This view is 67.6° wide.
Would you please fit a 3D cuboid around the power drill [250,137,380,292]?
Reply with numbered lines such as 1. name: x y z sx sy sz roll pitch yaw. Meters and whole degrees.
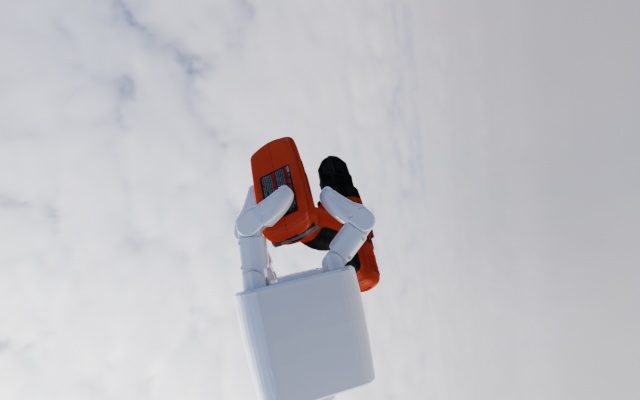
1. power drill: 0.000 0.002 0.536 0.057 0.184 0.188 -27 -30 21
